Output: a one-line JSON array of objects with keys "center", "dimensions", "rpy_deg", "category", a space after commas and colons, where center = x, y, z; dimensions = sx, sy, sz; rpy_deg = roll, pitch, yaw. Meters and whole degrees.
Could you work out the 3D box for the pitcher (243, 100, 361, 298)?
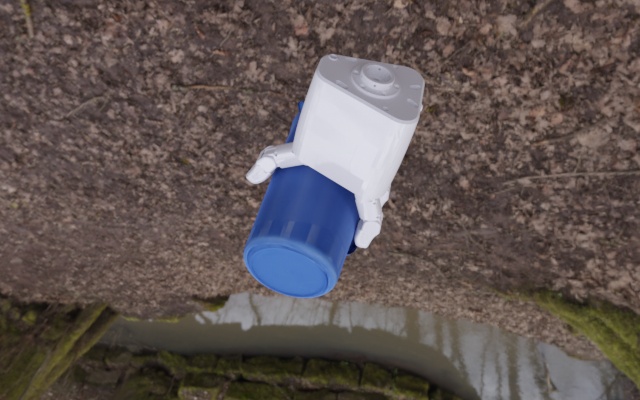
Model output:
[{"center": [0.000, 0.002, 0.601], "dimensions": [0.149, 0.242, 0.145], "rpy_deg": [21, -42, -2], "category": "pitcher"}]
